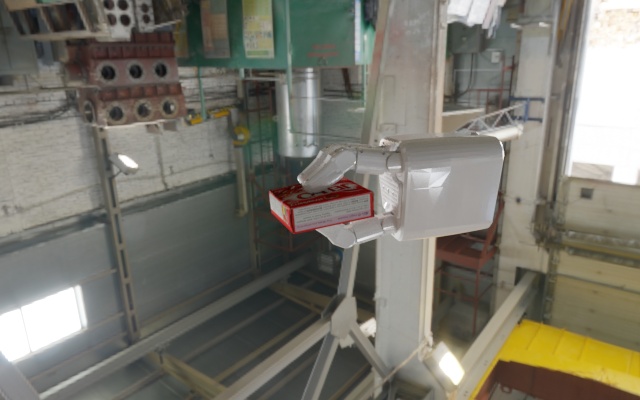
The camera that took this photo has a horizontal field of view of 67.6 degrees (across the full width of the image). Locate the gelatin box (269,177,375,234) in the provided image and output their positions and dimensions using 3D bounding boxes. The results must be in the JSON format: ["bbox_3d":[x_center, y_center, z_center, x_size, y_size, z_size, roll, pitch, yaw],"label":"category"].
[{"bbox_3d":[0.000,0.002,0.488,0.089,0.030,0.073,-12,19,-19],"label":"gelatin box"}]
